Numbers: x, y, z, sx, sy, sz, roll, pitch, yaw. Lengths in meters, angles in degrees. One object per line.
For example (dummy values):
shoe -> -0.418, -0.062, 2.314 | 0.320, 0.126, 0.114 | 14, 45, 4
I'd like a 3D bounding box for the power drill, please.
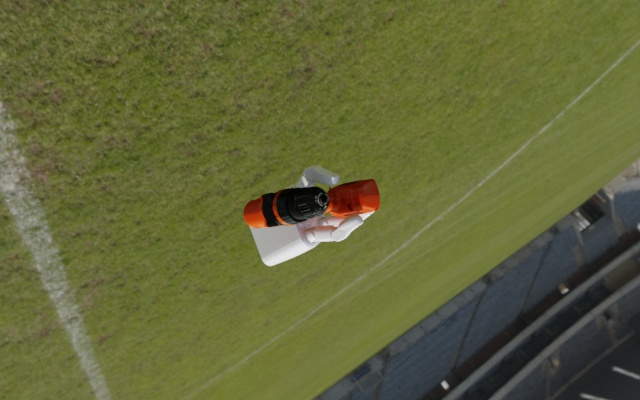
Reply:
power drill -> 0.000, 0.002, 0.726 | 0.187, 0.057, 0.184 | -6, -2, -39
